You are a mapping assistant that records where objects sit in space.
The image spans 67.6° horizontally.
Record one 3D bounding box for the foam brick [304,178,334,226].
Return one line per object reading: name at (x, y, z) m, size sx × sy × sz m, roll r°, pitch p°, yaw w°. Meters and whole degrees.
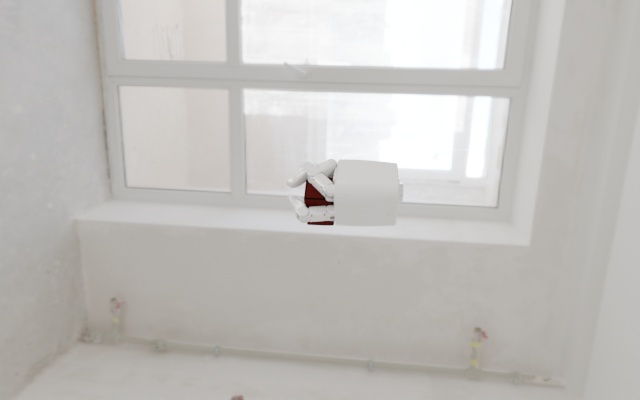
foam brick at (0.000, 0.003, 0.866) m, size 0.051 × 0.053 × 0.078 m, roll 1°, pitch -39°, yaw 5°
